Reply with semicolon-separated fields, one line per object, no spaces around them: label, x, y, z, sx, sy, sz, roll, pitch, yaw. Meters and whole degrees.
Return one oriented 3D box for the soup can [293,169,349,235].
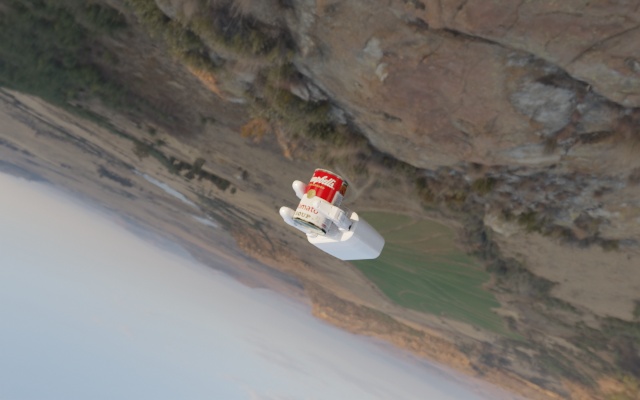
soup can;0.000;0.003;0.870;0.068;0.102;0.068;24;-12;6
